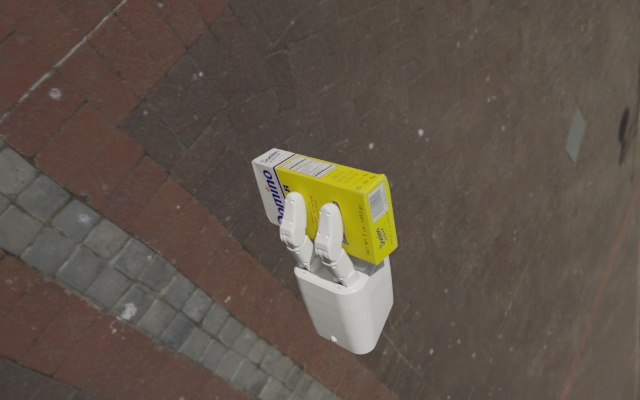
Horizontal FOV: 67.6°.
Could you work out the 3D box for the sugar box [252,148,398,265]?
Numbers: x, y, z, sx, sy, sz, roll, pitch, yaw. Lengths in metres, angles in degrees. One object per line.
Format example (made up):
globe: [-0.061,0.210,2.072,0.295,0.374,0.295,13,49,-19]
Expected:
sugar box: [0.000,0.002,0.544,0.176,0.093,0.048,15,40,40]
